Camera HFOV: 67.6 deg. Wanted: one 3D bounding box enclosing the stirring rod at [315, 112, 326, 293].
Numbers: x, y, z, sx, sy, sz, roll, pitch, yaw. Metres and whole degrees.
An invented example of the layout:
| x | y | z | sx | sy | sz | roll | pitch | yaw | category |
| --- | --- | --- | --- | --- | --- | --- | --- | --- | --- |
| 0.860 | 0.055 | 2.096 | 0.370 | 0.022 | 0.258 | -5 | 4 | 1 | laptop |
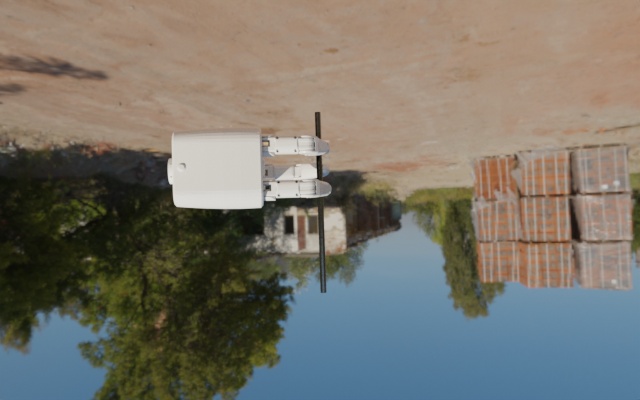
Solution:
| x | y | z | sx | sy | sz | roll | pitch | yaw | category |
| --- | --- | --- | --- | --- | --- | --- | --- | --- | --- |
| 0.000 | 0.002 | 0.637 | 0.011 | 0.239 | 0.011 | -2 | -1 | 0 | stirring rod |
